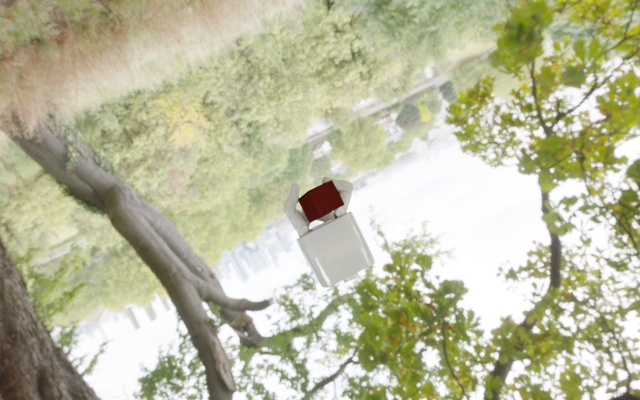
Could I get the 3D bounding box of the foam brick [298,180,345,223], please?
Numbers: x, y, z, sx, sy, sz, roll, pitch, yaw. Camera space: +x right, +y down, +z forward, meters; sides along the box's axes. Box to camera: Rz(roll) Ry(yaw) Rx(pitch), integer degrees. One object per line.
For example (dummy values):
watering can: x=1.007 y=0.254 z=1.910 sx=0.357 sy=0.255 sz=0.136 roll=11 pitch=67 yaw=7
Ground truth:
foam brick: x=0.000 y=0.003 z=0.860 sx=0.053 sy=0.051 sz=0.078 roll=-26 pitch=-3 yaw=-18
